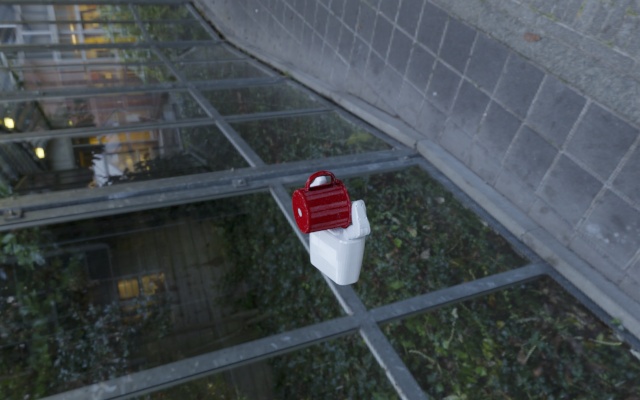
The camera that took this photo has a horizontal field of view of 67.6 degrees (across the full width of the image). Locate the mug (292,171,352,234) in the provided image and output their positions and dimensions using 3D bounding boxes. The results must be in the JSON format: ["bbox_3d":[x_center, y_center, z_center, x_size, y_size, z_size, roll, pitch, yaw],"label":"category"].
[{"bbox_3d":[0.000,0.002,0.850,0.081,0.117,0.093,-11,32,-21],"label":"mug"}]
